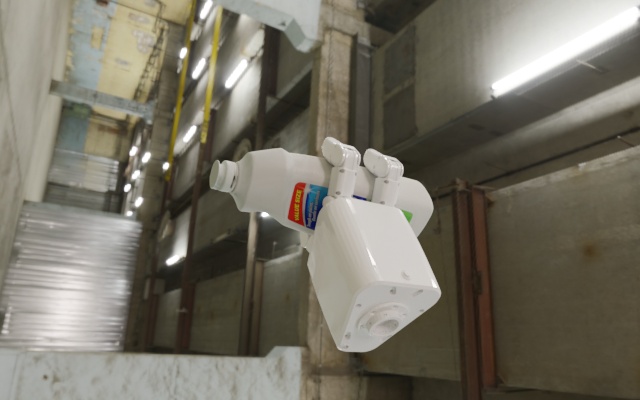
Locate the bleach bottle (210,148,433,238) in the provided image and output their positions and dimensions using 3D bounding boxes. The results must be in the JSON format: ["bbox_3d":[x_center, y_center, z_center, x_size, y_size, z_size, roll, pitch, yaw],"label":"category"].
[{"bbox_3d":[0.000,0.002,0.532,0.251,0.103,0.068,11,37,-28],"label":"bleach bottle"}]
